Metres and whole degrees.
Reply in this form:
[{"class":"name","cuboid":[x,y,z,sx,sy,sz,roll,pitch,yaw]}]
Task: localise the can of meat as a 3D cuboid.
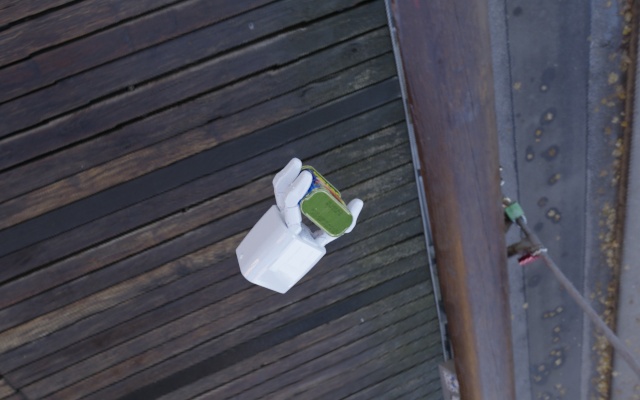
[{"class":"can of meat","cuboid":[0.000,0.003,0.771,0.102,0.057,0.084,42,9,-31]}]
